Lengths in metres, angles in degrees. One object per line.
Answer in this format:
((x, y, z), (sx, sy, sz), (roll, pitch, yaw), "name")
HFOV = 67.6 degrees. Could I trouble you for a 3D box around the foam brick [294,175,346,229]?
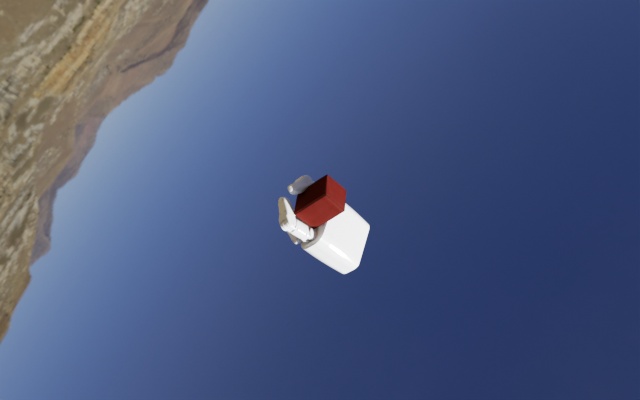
((0.000, 0.003, 0.830), (0.078, 0.053, 0.051), (-32, -57, 33), "foam brick")
